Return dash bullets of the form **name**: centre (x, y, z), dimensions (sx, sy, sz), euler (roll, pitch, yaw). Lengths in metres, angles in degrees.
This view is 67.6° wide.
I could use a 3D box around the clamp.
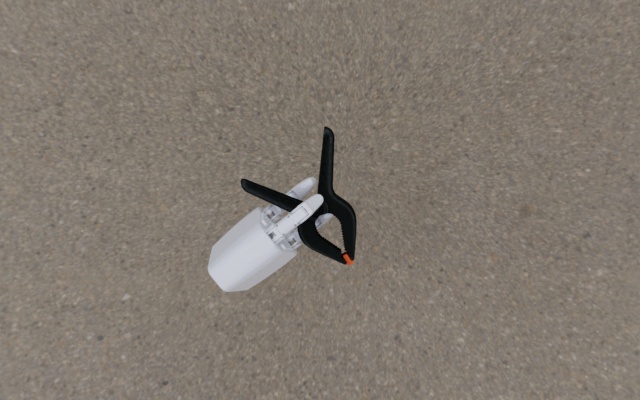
- **clamp**: centre (0.000, 0.003, 0.740), dimensions (0.164, 0.210, 0.036), euler (-38, 2, 7)
